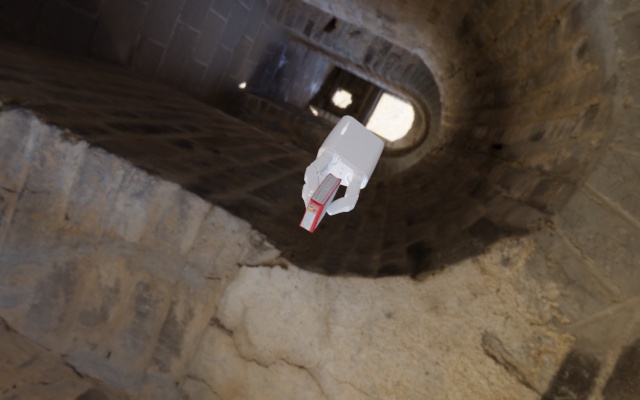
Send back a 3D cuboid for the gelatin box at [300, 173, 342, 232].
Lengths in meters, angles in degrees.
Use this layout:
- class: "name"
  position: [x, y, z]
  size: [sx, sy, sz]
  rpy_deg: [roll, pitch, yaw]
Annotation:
- class: "gelatin box"
  position: [0.000, 0.003, 0.865]
  size: [0.030, 0.073, 0.089]
  rpy_deg: [28, 44, 5]
